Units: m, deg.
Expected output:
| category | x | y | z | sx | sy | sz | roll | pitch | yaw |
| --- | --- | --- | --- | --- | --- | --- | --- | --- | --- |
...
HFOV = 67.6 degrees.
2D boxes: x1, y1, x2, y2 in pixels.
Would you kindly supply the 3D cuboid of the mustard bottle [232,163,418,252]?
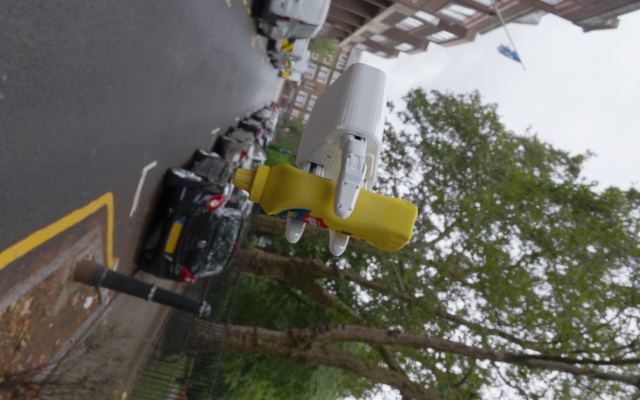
| category | x | y | z | sx | sy | sz | roll | pitch | yaw |
| --- | --- | --- | --- | --- | --- | --- | --- | --- | --- |
| mustard bottle | 0.000 | 0.002 | 0.516 | 0.191 | 0.058 | 0.096 | 18 | -8 | -8 |
